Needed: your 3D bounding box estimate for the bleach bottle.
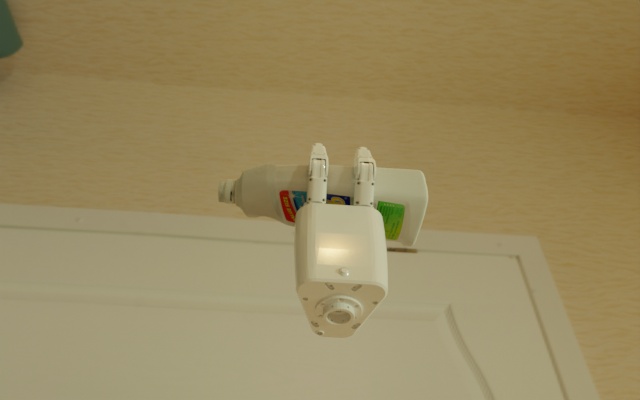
[{"bbox_3d":[0.000,0.002,0.602,0.251,0.103,0.068,3,44,-3],"label":"bleach bottle"}]
